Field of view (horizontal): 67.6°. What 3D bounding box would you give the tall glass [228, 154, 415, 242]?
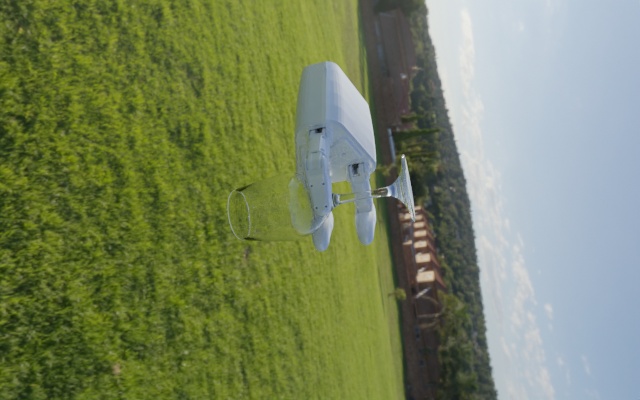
[{"bbox_3d":[0.001,0.002,0.537,0.201,0.079,0.079,-9,-2,14],"label":"tall glass"}]
